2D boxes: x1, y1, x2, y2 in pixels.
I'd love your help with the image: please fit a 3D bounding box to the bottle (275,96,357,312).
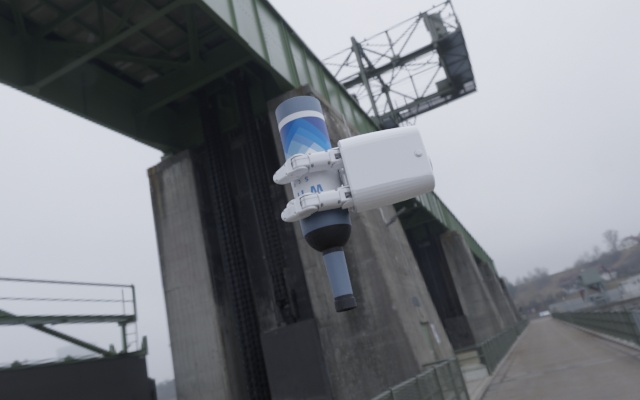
[{"bbox_3d":[0.000,0.002,0.647,0.069,0.295,0.069,-12,-18,-4],"label":"bottle"}]
